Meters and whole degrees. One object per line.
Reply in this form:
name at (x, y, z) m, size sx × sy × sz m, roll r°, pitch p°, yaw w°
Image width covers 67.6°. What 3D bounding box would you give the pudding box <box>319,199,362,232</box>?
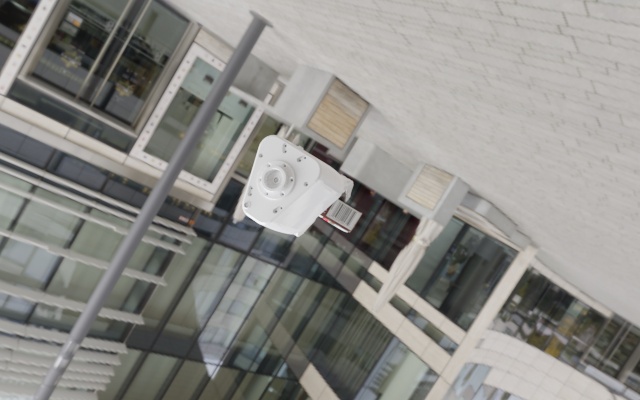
pudding box at (0.000, 0.003, 0.740) m, size 0.113 × 0.039 × 0.090 m, roll 33°, pitch -1°, yaw -10°
